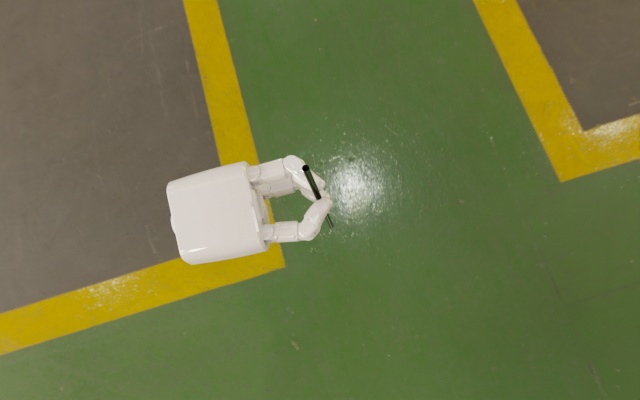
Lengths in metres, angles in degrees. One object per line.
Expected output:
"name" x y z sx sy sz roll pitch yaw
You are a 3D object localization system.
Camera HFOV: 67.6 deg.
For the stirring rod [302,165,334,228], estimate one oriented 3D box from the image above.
"stirring rod" 0.000 0.002 0.624 0.011 0.011 0.240 0 -18 8
